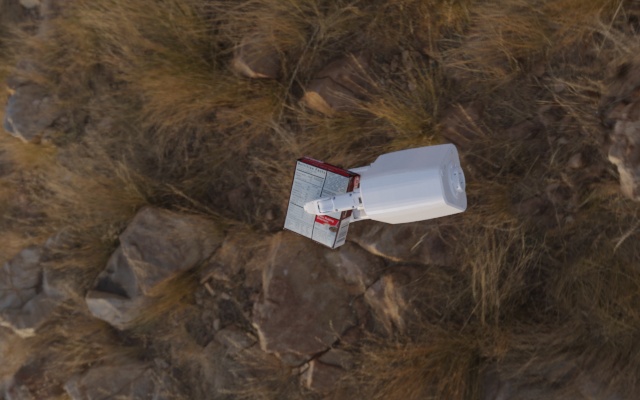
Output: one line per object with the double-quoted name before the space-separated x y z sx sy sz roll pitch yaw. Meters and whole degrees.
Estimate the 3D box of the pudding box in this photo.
"pudding box" 0.000 0.002 0.689 0.090 0.113 0.039 21 19 24
